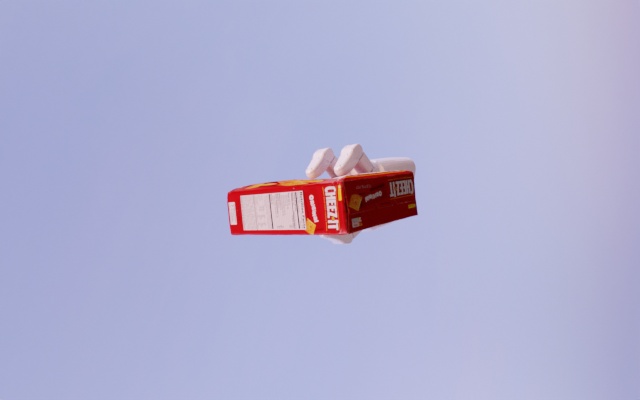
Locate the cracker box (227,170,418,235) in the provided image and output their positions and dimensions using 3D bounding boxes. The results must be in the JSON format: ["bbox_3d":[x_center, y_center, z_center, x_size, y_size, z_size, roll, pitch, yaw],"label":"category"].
[{"bbox_3d":[0.000,0.002,0.666,0.214,0.072,0.164,-4,4,41],"label":"cracker box"}]
